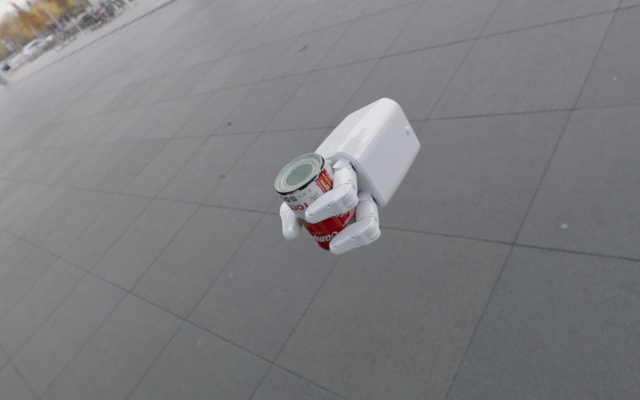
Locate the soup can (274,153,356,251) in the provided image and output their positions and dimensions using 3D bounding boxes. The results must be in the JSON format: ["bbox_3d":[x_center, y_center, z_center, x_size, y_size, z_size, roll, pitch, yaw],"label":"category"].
[{"bbox_3d":[0.000,0.002,0.569,0.068,0.068,0.102,0,-43,43],"label":"soup can"}]
